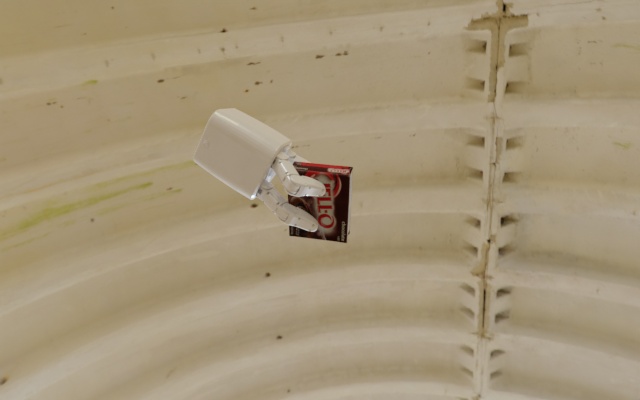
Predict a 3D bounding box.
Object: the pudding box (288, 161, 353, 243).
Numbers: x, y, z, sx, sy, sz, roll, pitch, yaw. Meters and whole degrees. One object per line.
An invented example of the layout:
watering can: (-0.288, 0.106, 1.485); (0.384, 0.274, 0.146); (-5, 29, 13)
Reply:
pudding box: (0.000, 0.002, 0.701); (0.090, 0.114, 0.039); (7, 29, 12)
